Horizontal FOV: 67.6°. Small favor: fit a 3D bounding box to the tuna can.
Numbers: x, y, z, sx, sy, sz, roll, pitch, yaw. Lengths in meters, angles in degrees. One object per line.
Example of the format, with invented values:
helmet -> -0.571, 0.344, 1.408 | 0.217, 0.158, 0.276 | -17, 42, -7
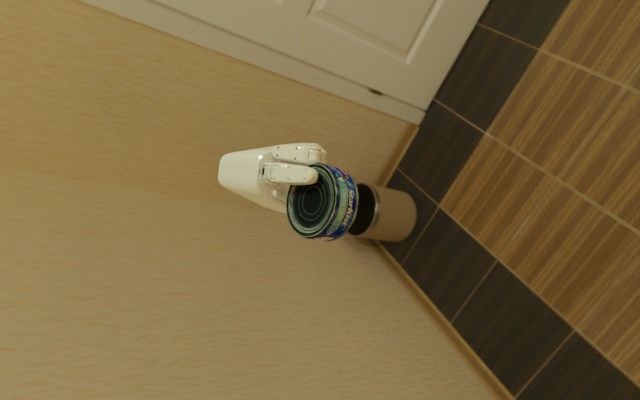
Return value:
tuna can -> 0.000, 0.002, 0.534 | 0.034, 0.086, 0.086 | 11, -8, -43
